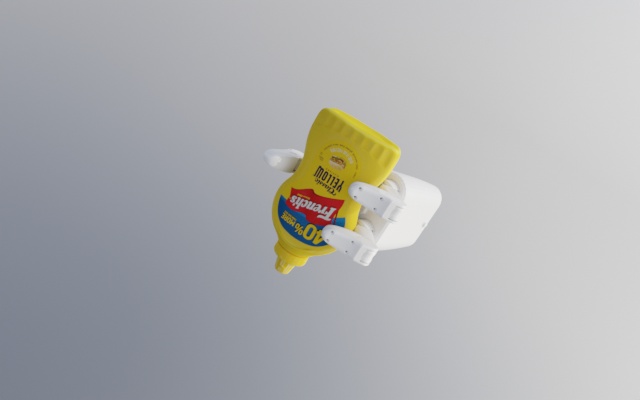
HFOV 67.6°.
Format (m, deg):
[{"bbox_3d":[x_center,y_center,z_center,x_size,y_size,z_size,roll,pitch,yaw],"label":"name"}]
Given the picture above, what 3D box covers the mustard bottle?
[{"bbox_3d":[0.000,0.002,0.527,0.096,0.192,0.058,33,18,9],"label":"mustard bottle"}]
